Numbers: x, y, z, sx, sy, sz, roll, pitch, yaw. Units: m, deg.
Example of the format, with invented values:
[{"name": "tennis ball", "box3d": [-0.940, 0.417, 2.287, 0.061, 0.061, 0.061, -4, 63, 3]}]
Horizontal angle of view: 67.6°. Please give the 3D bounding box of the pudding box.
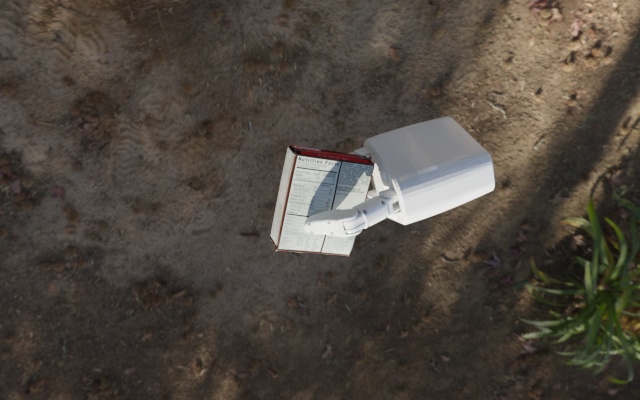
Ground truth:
[{"name": "pudding box", "box3d": [0.000, 0.002, 0.516, 0.090, 0.113, 0.039, 7, 18, -18]}]
